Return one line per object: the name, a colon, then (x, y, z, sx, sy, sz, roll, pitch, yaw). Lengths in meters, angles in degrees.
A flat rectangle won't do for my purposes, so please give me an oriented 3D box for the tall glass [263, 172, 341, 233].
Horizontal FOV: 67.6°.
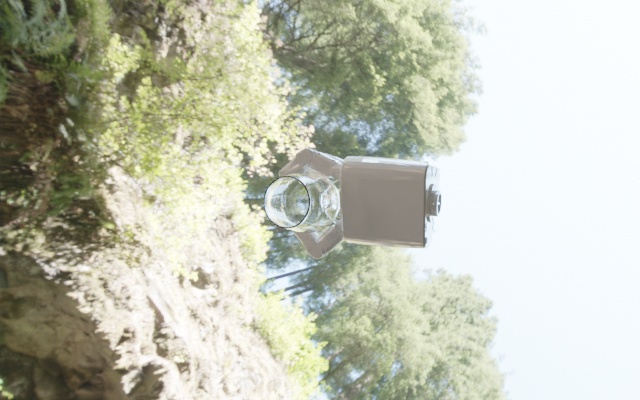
tall glass: (0.000, 0.002, 0.644, 0.079, 0.079, 0.201, 0, 0, 24)
